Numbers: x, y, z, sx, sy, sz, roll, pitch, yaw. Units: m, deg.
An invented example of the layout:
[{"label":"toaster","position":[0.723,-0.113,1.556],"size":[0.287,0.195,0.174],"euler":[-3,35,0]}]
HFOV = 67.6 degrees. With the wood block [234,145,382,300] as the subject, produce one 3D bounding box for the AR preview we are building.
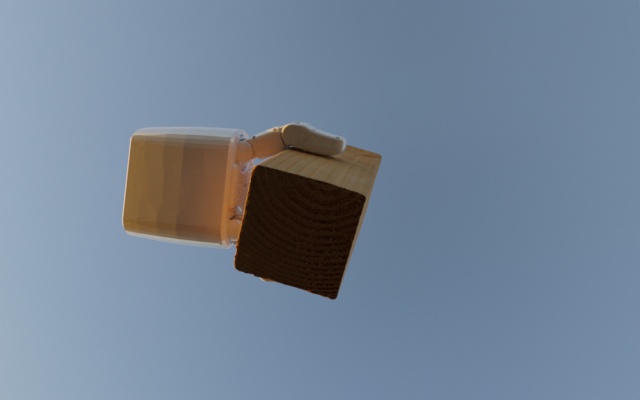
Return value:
[{"label":"wood block","position":[0.000,0.001,0.461],"size":[0.090,0.091,0.206],"euler":[16,16,6]}]
